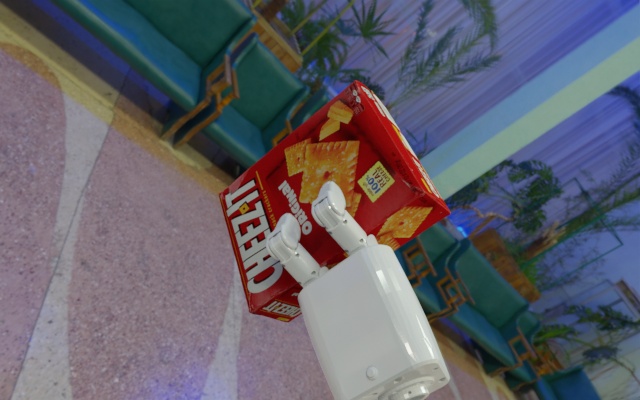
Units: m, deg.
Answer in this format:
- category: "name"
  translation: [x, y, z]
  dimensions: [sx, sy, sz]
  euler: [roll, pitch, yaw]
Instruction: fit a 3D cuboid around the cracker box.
- category: "cracker box"
  translation: [0.000, 0.002, 0.503]
  dimensions: [0.214, 0.164, 0.072]
  euler: [-37, -37, 19]
